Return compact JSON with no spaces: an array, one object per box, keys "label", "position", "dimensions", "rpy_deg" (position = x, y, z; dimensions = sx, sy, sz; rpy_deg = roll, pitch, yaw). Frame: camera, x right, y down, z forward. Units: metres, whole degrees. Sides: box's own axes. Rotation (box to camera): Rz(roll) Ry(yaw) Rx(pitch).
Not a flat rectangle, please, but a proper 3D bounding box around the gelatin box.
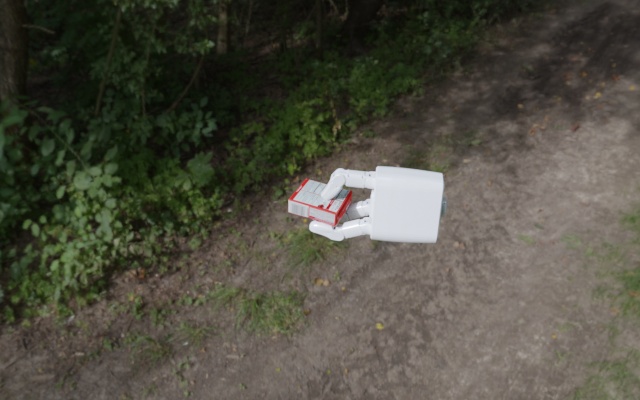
[{"label":"gelatin box","position":[0.000,0.002,0.801],"dimensions":[0.089,0.030,0.073],"rpy_deg":[16,37,16]}]
